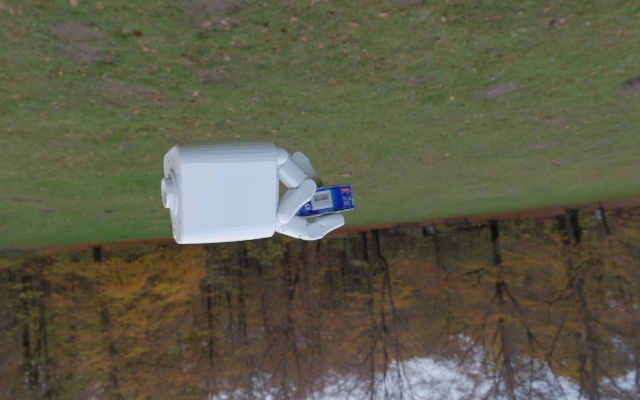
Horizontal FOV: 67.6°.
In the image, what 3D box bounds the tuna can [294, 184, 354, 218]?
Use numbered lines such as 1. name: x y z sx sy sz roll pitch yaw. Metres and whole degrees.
1. tuna can: 0.000 0.003 0.622 0.086 0.034 0.086 -10 -3 0
